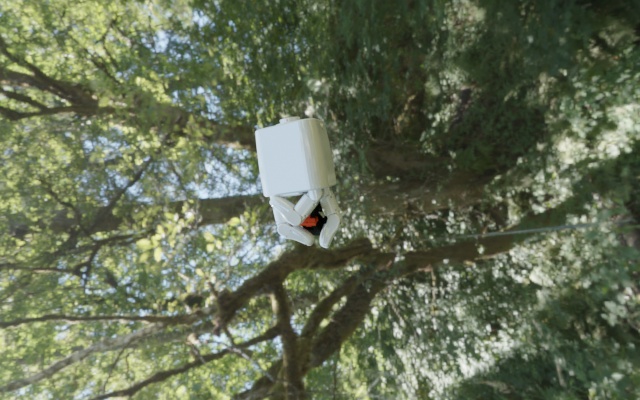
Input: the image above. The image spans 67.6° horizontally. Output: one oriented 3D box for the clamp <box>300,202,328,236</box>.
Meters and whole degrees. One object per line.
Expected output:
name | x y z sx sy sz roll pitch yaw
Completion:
clamp | 0.000 0.003 0.823 0.039 0.120 0.171 -9 4 14
